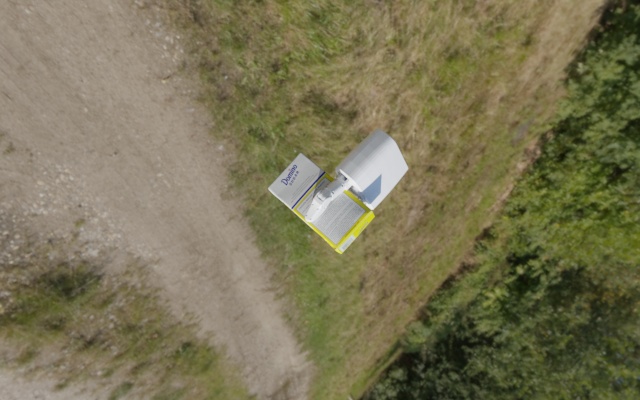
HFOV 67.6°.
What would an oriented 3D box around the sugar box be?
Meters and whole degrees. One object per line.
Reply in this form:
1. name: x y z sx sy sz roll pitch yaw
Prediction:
1. sugar box: 0.000 0.003 0.854 0.176 0.093 0.048 41 -4 24
